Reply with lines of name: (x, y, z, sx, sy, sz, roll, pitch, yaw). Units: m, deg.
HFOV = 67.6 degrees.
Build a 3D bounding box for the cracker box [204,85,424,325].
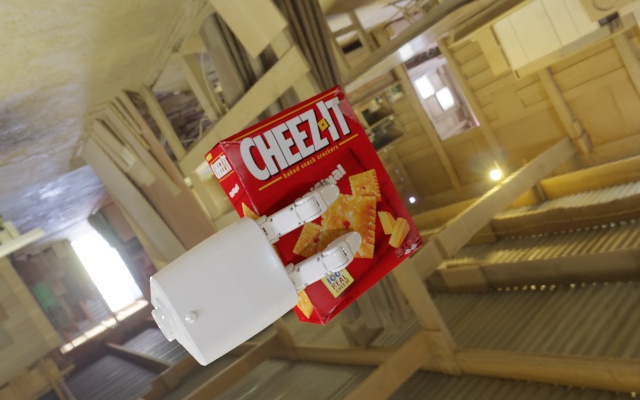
cracker box: (0.000, 0.002, 0.533, 0.164, 0.214, 0.072, -32, 7, -28)
